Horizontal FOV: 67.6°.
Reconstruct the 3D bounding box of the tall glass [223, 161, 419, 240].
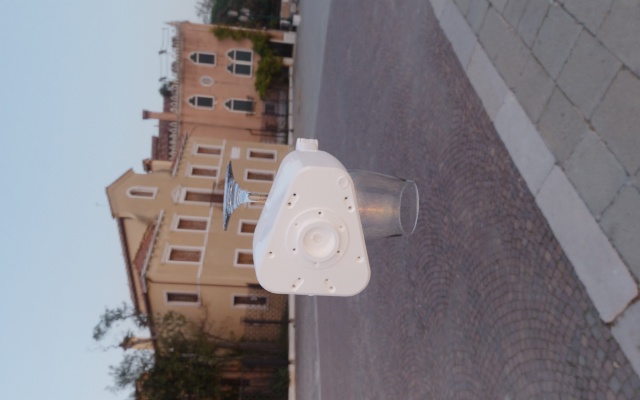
[{"bbox_3d":[-0.001,0.002,0.515,0.201,0.079,0.079,4,-1,-7],"label":"tall glass"}]
